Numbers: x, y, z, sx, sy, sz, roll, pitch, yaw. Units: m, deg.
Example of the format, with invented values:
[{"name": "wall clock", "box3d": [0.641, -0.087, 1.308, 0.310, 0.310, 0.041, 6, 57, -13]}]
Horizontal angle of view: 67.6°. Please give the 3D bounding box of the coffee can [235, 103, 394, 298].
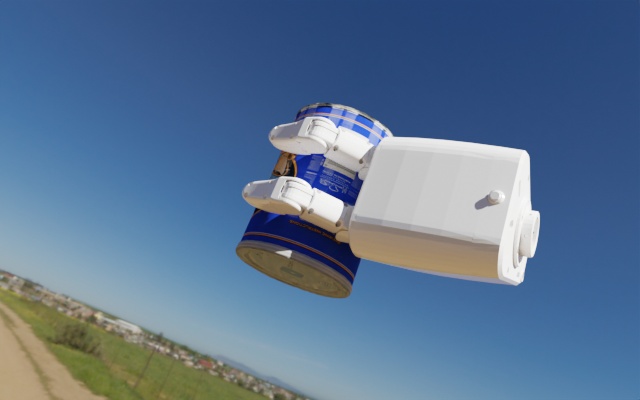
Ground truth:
[{"name": "coffee can", "box3d": [0.000, 0.002, 0.422, 0.103, 0.140, 0.103, 19, -21, 7]}]
